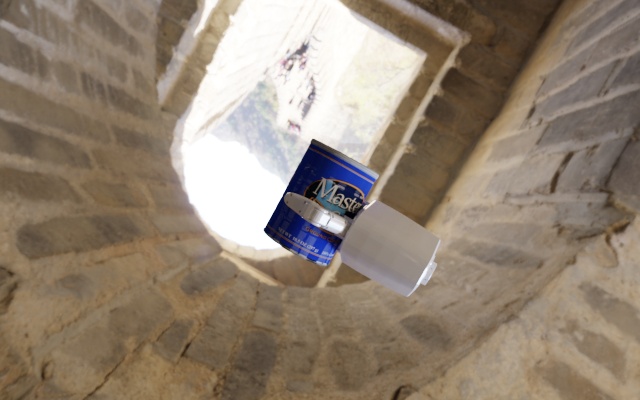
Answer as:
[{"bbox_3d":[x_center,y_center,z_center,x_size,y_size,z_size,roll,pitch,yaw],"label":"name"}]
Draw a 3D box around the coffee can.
[{"bbox_3d":[0.000,0.002,0.643,0.103,0.140,0.103,29,4,-2],"label":"coffee can"}]
